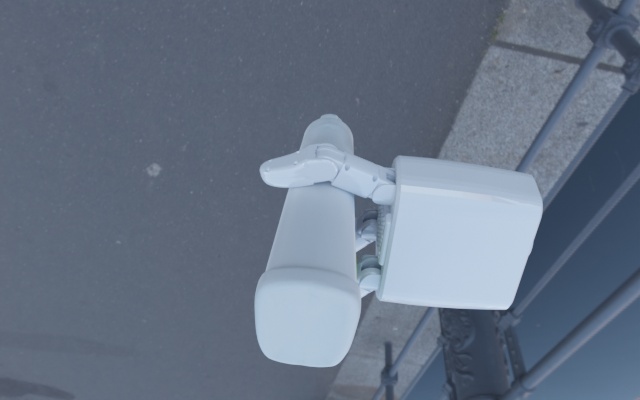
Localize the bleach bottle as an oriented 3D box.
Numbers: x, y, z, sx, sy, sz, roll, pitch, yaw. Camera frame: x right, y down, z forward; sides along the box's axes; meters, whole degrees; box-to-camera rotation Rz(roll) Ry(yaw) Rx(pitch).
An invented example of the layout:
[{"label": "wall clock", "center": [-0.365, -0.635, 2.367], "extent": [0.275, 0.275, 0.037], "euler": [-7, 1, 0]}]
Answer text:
[{"label": "bleach bottle", "center": [0.000, 0.001, 0.402], "extent": [0.068, 0.103, 0.250], "euler": [7, 44, 0]}]
